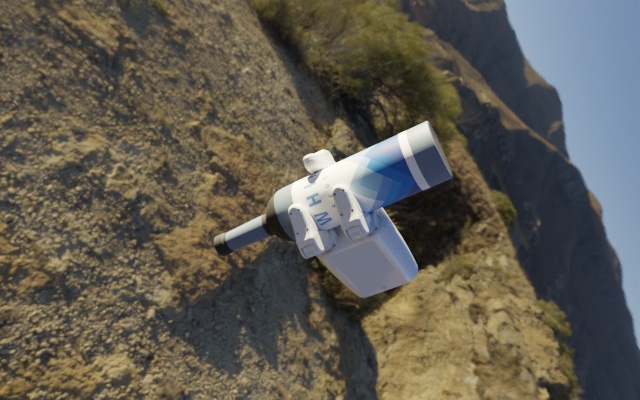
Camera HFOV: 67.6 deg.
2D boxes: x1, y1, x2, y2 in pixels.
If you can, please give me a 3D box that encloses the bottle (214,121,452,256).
[{"bbox_3d":[0.000,0.002,0.555,0.296,0.069,0.069,-24,-8,19],"label":"bottle"}]
